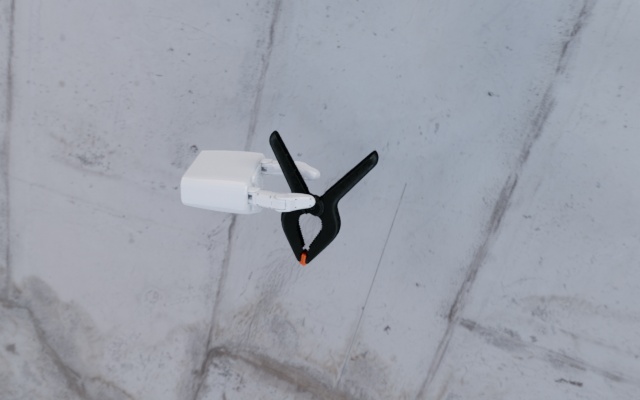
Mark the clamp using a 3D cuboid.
[{"bbox_3d":[0.000,0.003,0.734,0.164,0.210,0.036,6,19,7],"label":"clamp"}]
